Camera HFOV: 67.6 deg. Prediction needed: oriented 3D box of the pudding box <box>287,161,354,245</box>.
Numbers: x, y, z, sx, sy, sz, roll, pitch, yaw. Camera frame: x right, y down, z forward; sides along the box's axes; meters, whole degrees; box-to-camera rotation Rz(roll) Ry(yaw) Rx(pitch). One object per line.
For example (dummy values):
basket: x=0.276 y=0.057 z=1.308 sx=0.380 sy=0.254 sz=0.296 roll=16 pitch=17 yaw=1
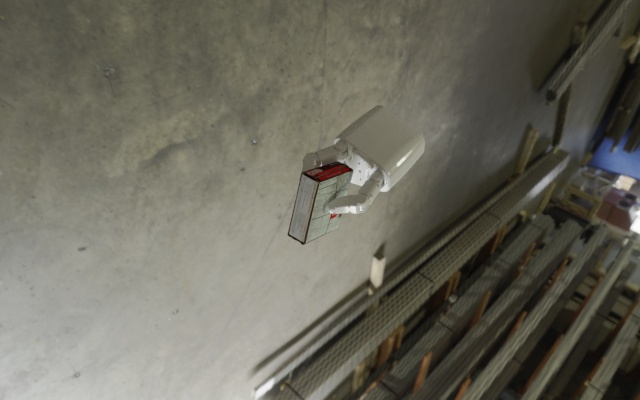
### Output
pudding box: x=0.000 y=0.002 z=0.731 sx=0.039 sy=0.113 sz=0.090 roll=29 pitch=31 yaw=30
